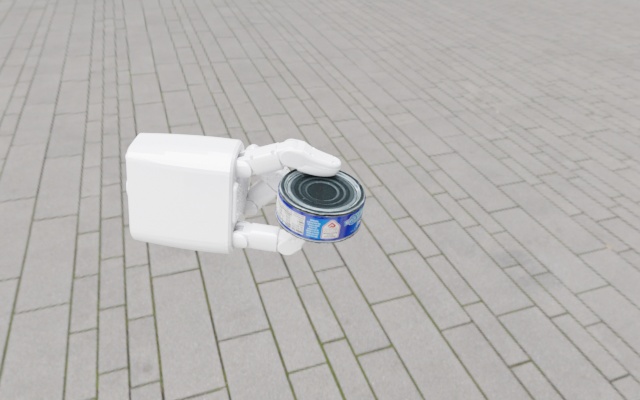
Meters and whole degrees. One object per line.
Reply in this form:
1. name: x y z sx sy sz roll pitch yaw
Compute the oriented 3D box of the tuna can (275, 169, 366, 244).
1. tuna can: 0.000 0.001 0.462 0.086 0.034 0.086 6 35 -4
